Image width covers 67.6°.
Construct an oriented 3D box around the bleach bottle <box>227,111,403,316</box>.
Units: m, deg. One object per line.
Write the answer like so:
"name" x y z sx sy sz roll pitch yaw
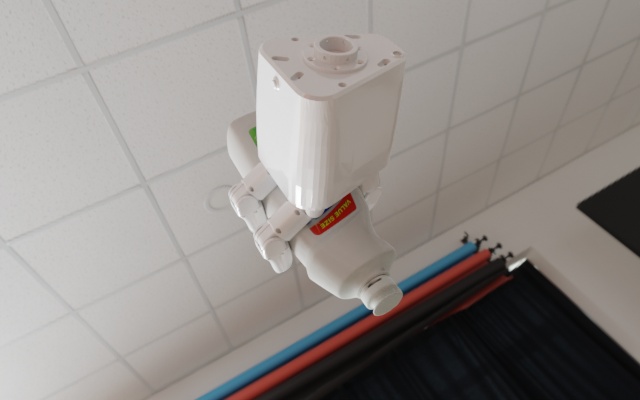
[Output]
"bleach bottle" 0.000 0.002 0.463 0.102 0.068 0.250 -20 50 -23
